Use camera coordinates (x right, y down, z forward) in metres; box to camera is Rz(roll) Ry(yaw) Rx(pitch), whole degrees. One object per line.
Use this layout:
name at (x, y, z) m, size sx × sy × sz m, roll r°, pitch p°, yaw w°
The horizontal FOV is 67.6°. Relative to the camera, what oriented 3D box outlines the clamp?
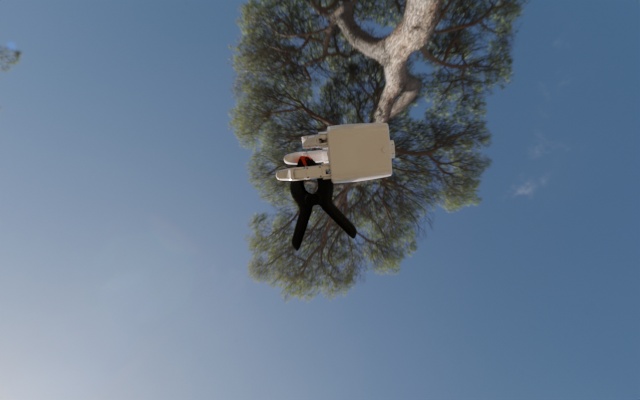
clamp at (0.000, 0.003, 0.860) m, size 0.120 × 0.171 × 0.039 m, roll -5°, pitch 5°, yaw 5°
